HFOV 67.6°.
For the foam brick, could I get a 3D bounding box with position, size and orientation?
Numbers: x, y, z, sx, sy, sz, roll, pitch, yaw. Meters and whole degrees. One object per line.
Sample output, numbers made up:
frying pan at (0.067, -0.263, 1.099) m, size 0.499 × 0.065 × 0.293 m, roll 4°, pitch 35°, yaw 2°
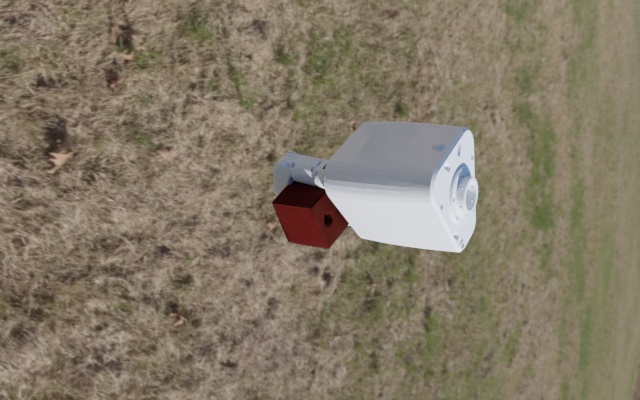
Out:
foam brick at (0.000, 0.002, 0.476) m, size 0.051 × 0.053 × 0.078 m, roll 8°, pitch 44°, yaw 37°
